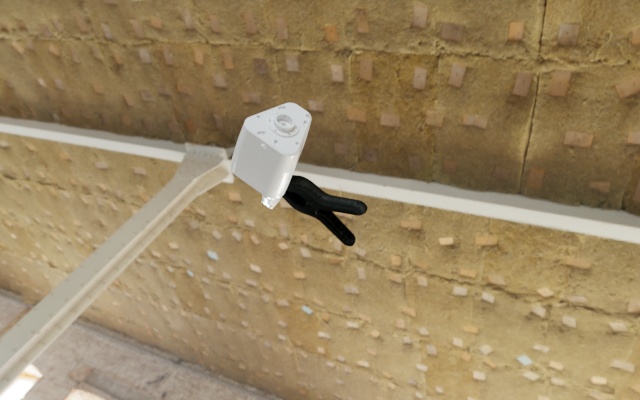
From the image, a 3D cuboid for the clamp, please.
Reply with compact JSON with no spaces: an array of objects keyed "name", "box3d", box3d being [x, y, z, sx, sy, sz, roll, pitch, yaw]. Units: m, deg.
[{"name":"clamp","box3d":[0.000,0.002,0.784,0.171,0.039,0.120,32,-37,3]}]
